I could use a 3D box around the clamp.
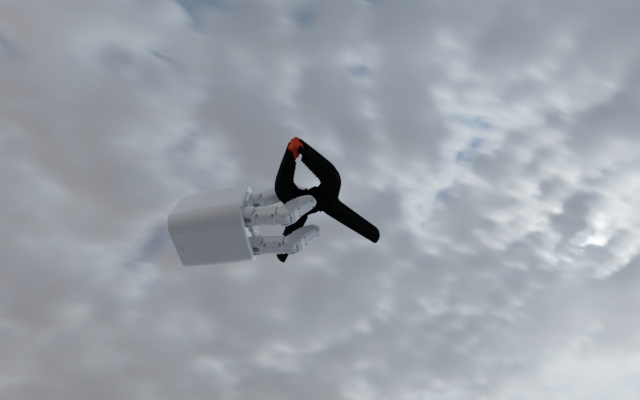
[{"bbox_3d":[0.000,0.001,0.696,0.164,0.210,0.036,-8,37,2],"label":"clamp"}]
